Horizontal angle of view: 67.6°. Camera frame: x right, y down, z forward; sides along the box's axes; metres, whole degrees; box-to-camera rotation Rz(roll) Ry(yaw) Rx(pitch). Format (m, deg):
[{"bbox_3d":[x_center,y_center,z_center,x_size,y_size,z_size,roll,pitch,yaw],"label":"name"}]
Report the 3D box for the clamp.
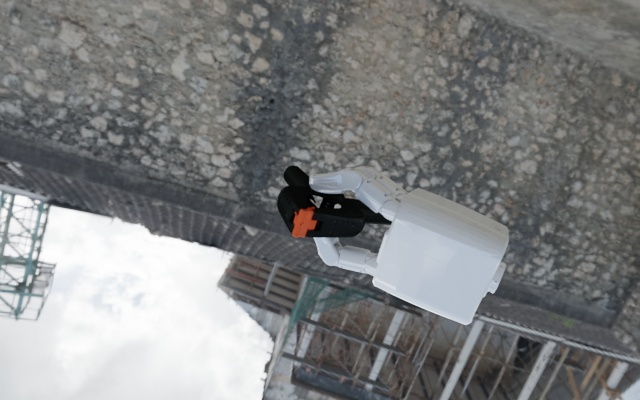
[{"bbox_3d":[0.000,0.003,0.533,0.164,0.036,0.210,22,14,17],"label":"clamp"}]
